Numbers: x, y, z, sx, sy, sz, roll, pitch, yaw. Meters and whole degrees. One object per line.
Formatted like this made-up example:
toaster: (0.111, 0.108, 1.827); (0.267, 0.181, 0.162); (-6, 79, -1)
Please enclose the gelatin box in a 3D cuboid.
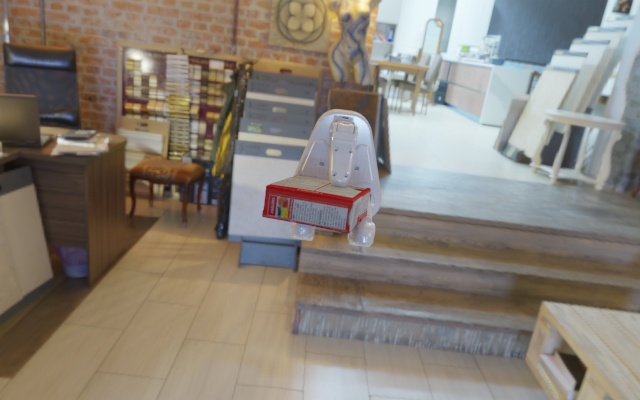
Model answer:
gelatin box: (0.000, 0.001, 0.413); (0.073, 0.030, 0.089); (10, 10, 13)
